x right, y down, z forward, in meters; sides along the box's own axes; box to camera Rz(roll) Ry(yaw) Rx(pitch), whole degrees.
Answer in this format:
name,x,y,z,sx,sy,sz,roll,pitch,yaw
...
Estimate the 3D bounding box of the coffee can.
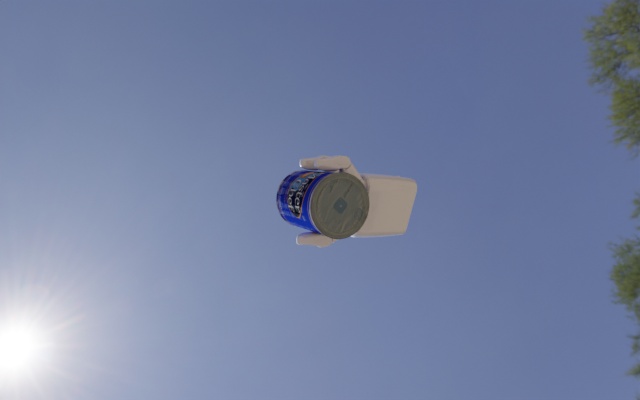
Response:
name,x,y,z,sx,sy,sz,roll,pitch,yaw
coffee can,0.000,0.003,0.786,0.103,0.103,0.140,0,5,-27
